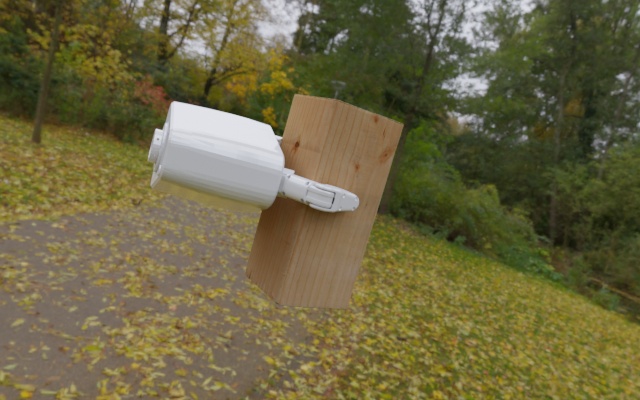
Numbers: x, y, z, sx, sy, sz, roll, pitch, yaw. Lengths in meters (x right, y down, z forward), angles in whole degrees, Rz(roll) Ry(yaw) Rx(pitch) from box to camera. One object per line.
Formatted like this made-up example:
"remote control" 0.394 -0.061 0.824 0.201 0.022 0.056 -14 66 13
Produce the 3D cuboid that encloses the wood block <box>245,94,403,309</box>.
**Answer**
"wood block" 0.000 0.002 0.513 0.090 0.206 0.091 12 8 -34
